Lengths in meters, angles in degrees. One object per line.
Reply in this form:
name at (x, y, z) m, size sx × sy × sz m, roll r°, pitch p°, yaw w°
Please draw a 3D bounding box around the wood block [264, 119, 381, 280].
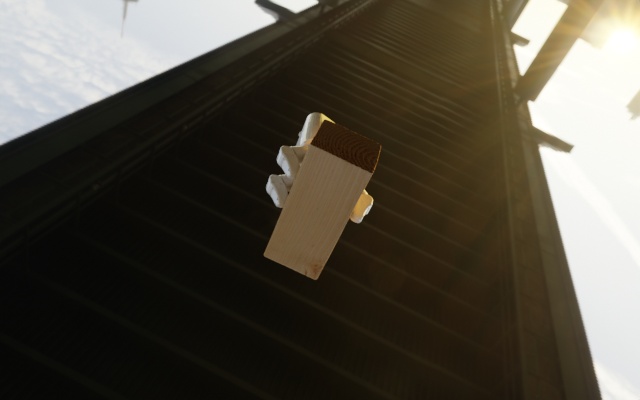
wood block at (0.000, 0.002, 0.693) m, size 0.091 × 0.206 × 0.090 m, roll 24°, pitch 34°, yaw -1°
